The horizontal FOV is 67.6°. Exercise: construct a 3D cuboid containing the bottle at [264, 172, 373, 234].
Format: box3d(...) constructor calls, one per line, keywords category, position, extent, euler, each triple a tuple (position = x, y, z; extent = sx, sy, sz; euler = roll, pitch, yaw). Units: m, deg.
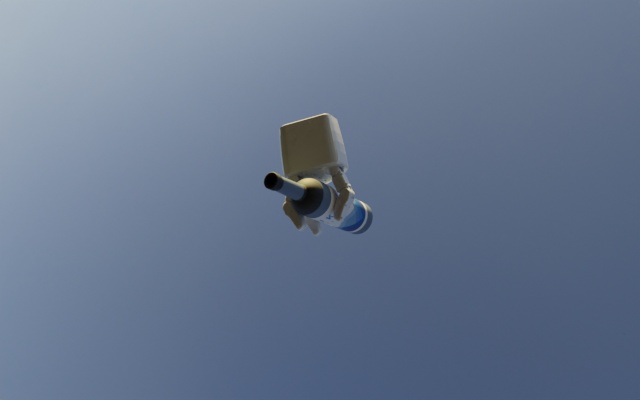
box3d(category="bottle", position=(0.000, 0.003, 0.854), extent=(0.069, 0.069, 0.296), euler=(0, -13, 32))
